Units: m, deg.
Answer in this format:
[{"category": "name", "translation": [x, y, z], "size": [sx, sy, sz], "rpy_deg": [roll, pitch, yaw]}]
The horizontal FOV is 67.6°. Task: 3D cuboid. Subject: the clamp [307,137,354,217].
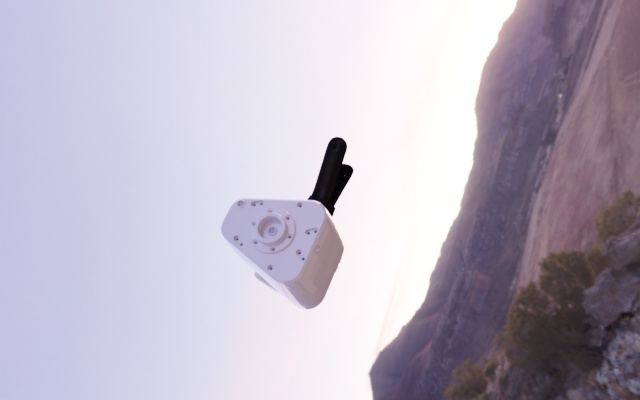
[{"category": "clamp", "translation": [-0.001, 0.002, 0.618], "size": [0.039, 0.171, 0.120], "rpy_deg": [18, -19, 18]}]
